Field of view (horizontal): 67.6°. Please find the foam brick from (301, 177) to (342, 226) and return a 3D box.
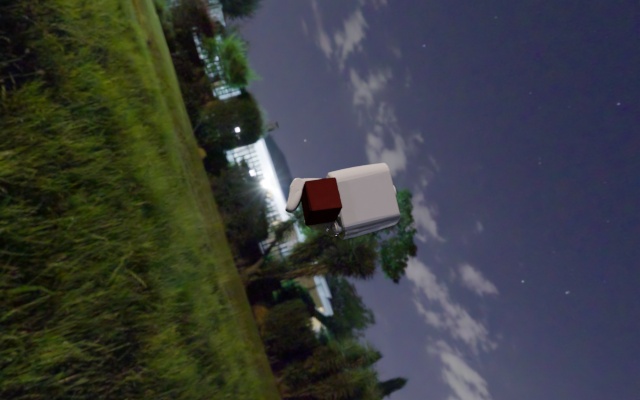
[{"bbox_3d":[0.000,0.003,0.769,0.051,0.053,0.078,-8,-18,-10],"label":"foam brick"}]
